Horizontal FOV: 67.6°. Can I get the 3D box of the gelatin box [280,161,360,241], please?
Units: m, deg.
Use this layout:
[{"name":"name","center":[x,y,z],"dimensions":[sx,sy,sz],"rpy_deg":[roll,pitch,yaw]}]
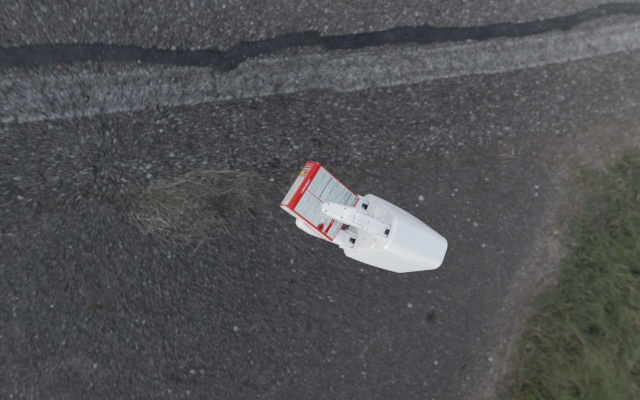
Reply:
[{"name":"gelatin box","center":[0.000,0.002,0.645],"dimensions":[0.089,0.073,0.030],"rpy_deg":[39,-13,-30]}]
